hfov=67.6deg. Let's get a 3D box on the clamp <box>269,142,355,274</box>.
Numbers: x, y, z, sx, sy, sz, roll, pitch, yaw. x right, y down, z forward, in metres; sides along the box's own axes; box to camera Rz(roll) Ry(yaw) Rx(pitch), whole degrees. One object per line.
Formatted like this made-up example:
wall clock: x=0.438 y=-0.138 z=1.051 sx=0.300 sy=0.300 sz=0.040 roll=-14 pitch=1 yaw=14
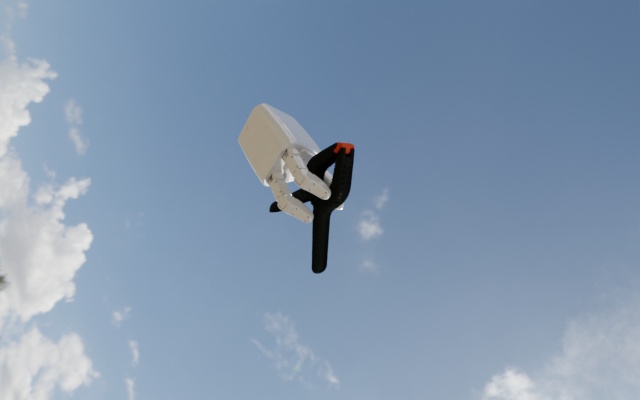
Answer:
clamp: x=0.001 y=0.002 z=0.765 sx=0.036 sy=0.164 sz=0.210 roll=-2 pitch=-42 yaw=-43
